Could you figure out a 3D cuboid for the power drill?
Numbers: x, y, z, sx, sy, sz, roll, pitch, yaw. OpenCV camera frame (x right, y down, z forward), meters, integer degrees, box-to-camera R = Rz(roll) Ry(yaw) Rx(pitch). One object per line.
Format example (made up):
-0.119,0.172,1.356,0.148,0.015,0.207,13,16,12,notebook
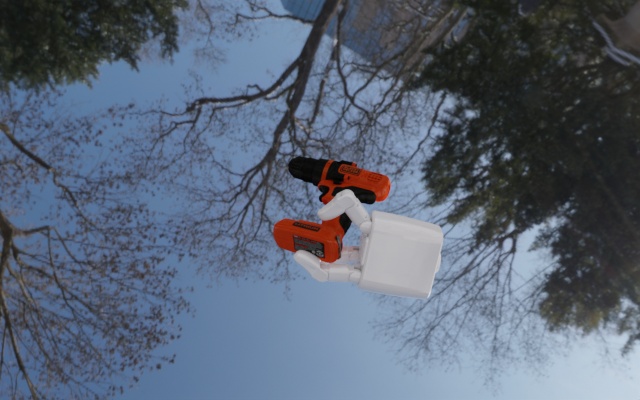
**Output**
0.000,0.003,0.765,0.184,0.057,0.187,14,48,21,power drill
